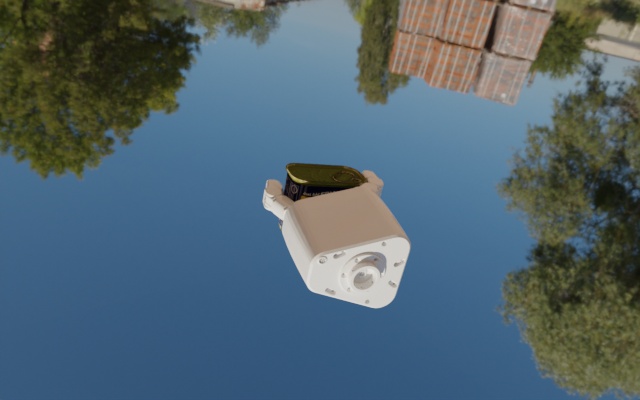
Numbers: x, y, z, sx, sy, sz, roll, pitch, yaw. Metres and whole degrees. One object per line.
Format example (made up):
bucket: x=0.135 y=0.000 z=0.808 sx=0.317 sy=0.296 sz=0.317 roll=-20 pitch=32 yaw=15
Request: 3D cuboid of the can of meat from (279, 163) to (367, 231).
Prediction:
can of meat: x=0.000 y=0.002 z=0.619 sx=0.102 sy=0.084 sz=0.057 roll=1 pitch=26 yaw=-22
